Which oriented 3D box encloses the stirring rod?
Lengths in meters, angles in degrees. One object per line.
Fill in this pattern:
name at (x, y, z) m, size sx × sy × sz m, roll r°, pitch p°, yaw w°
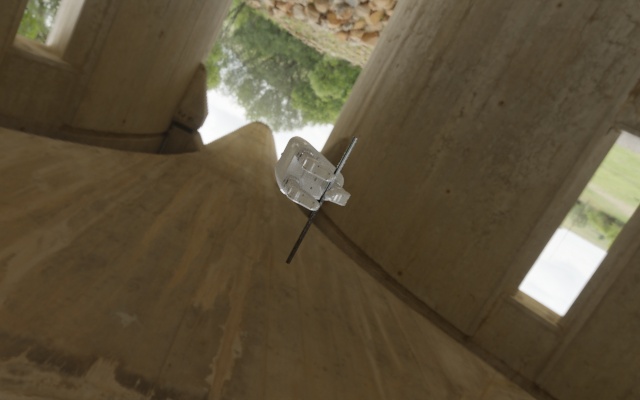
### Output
stirring rod at (0.000, 0.002, 0.791) m, size 0.011 × 0.239 × 0.011 m, roll 27°, pitch 11°, yaw -6°
